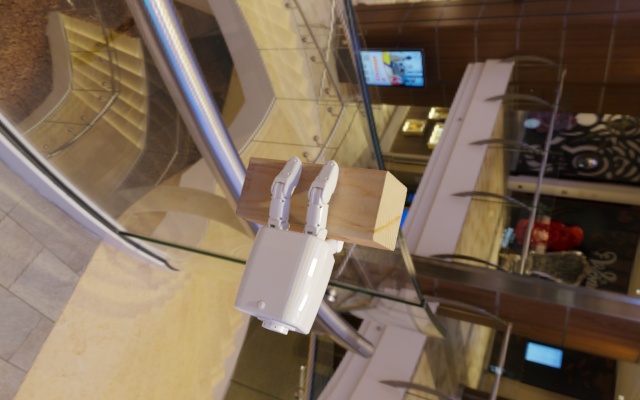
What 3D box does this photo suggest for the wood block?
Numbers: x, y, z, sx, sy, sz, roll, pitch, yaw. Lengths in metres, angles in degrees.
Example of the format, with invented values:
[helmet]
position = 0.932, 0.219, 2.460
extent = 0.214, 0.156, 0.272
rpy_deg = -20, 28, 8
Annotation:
[wood block]
position = 0.000, 0.003, 0.656
extent = 0.206, 0.090, 0.091
rpy_deg = 9, -10, 28
